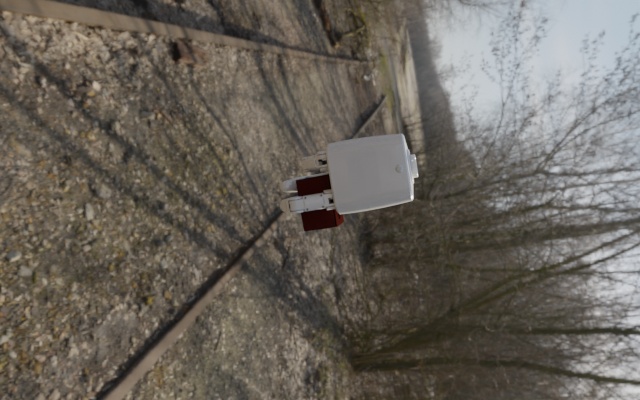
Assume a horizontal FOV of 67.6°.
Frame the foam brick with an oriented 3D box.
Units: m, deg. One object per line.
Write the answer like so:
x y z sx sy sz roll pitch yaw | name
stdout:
0.000 0.003 0.702 0.051 0.078 0.053 -8 3 14 | foam brick
